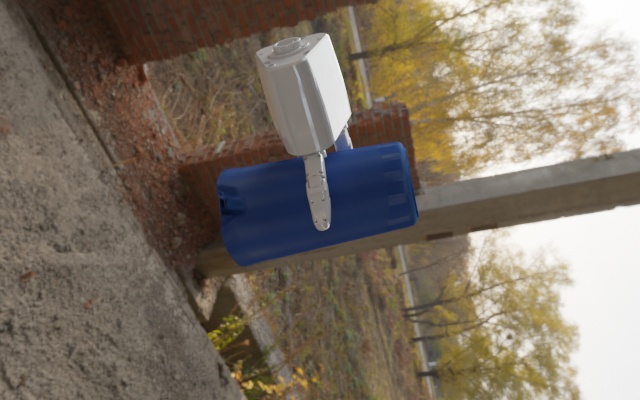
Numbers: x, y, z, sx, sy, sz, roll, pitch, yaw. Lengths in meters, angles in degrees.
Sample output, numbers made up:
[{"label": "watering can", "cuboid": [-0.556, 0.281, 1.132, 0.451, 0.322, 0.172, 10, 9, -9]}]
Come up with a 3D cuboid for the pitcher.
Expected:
[{"label": "pitcher", "cuboid": [0.000, 0.002, 0.629, 0.243, 0.145, 0.149, -11, 32, 11]}]
